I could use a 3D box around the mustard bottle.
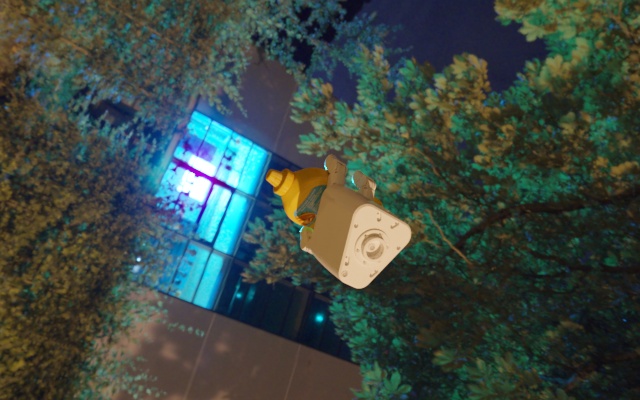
[{"bbox_3d":[0.000,0.002,0.746,0.192,0.096,0.058,28,27,-24],"label":"mustard bottle"}]
